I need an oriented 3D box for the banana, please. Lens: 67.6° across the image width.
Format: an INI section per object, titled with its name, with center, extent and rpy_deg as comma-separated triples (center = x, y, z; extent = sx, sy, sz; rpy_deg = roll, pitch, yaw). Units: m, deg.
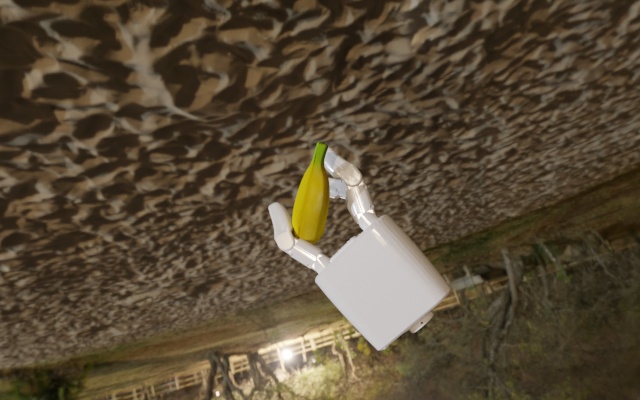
[banana]
center = -0.008, 0.015, 0.557
extent = 0.037, 0.069, 0.198
rpy_deg = 25, -26, 7
